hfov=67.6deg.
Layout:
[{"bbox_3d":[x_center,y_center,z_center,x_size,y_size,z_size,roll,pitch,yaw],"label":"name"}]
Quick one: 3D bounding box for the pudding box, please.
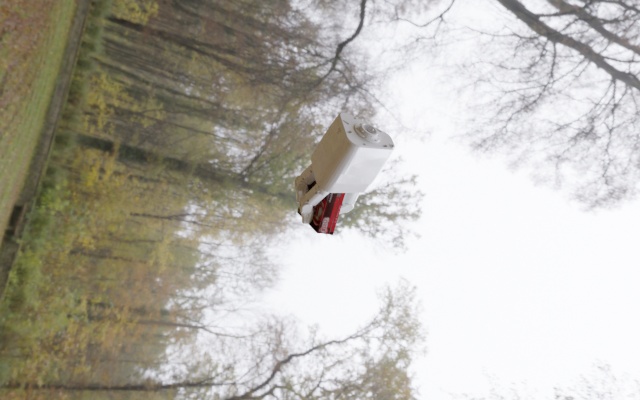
[{"bbox_3d":[0.000,0.003,0.894,0.039,0.090,0.113,11,14,-24],"label":"pudding box"}]
